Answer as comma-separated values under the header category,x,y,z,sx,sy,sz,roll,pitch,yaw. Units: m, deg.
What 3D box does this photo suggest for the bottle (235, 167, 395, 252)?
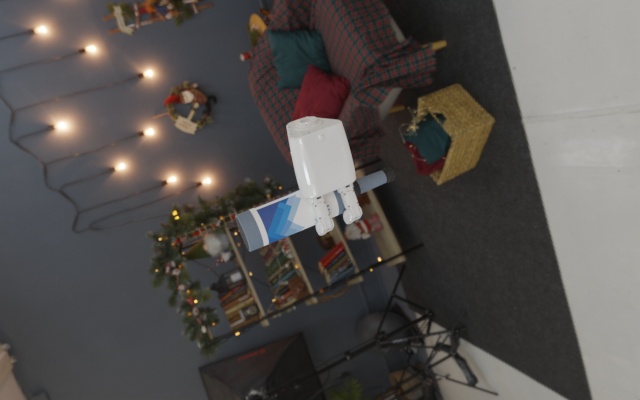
category,x,y,z,sx,sy,sz,roll,pitch,yaw
bottle,0.000,0.003,0.843,0.295,0.069,0.069,-22,6,-16
